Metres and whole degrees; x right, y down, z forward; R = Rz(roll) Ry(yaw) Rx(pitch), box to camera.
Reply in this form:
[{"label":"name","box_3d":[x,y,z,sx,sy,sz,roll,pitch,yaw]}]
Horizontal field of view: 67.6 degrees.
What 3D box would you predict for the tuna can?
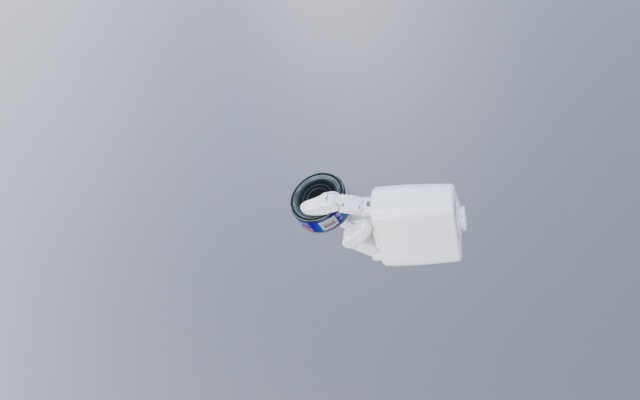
[{"label":"tuna can","box_3d":[0.000,0.002,0.692,0.086,0.086,0.034,0,-31,26]}]
